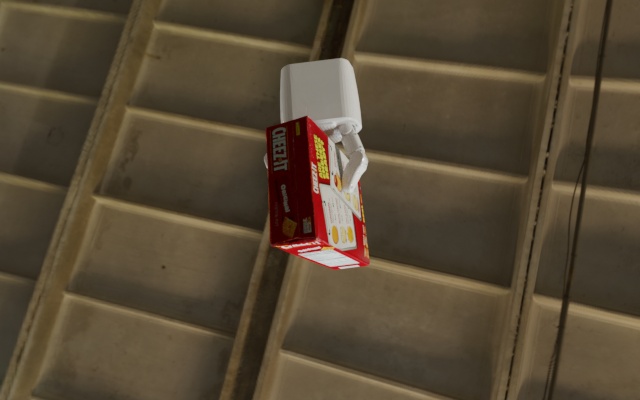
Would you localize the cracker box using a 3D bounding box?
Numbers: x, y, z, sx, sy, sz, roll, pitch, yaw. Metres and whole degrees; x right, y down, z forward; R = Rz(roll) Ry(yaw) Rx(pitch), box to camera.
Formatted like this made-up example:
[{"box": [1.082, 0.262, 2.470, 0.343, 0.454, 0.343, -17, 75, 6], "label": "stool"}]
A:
[{"box": [0.000, 0.002, 0.680, 0.072, 0.164, 0.214, -12, -20, 20], "label": "cracker box"}]
